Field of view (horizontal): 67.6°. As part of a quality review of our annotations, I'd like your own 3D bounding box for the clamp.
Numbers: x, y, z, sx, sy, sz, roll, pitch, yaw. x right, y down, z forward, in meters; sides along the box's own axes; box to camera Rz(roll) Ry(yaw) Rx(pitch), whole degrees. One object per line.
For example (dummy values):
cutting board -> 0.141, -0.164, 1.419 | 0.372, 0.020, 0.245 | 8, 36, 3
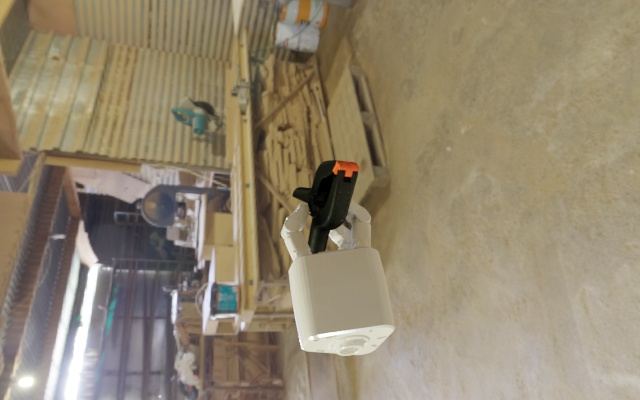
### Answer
clamp -> 0.000, 0.002, 0.670 | 0.036, 0.164, 0.210 | 2, -38, -19
